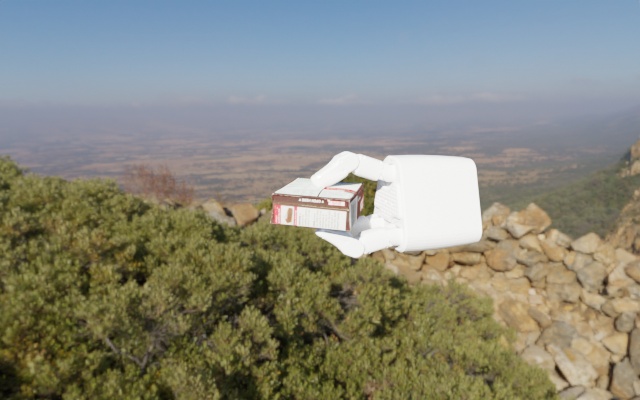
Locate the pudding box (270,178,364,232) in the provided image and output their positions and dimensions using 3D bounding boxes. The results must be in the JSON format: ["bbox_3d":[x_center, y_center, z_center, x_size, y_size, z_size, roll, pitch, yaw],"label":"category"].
[{"bbox_3d":[0.000,0.002,0.559,0.090,0.039,0.113,4,11,11],"label":"pudding box"}]
